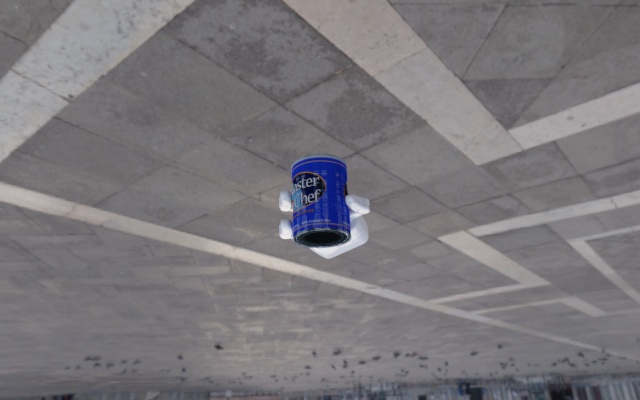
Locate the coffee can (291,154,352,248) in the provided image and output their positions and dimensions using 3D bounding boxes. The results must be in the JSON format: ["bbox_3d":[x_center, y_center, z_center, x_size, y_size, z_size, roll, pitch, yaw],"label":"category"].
[{"bbox_3d":[0.000,0.003,0.845,0.103,0.140,0.103,-2,-23,-1],"label":"coffee can"}]
